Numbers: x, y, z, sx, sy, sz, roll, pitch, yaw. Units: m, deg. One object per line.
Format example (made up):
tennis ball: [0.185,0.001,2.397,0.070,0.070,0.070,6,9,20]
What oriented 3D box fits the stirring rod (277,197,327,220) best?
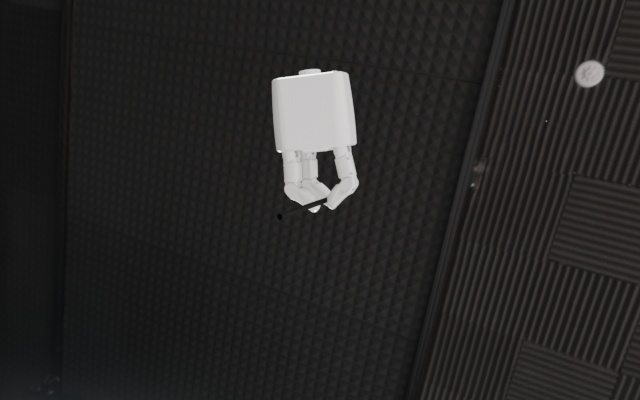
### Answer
stirring rod: [0.000,0.002,0.699,0.011,0.011,0.239,0,8,25]
